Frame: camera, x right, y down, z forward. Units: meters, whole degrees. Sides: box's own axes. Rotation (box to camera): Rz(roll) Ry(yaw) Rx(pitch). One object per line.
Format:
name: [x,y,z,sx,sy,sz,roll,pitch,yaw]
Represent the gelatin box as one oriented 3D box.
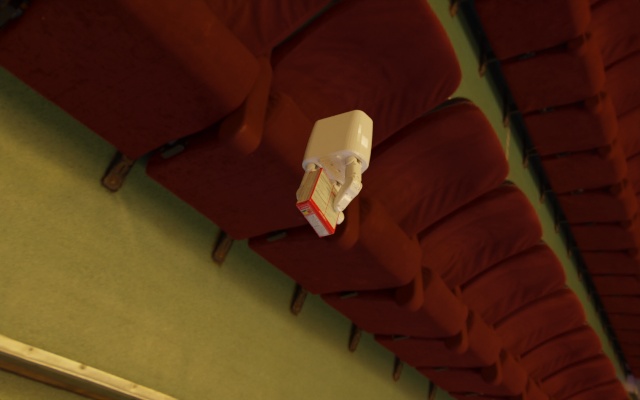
gelatin box: [0.000,0.003,0.765,0.030,0.073,0.089,-19,32,28]
